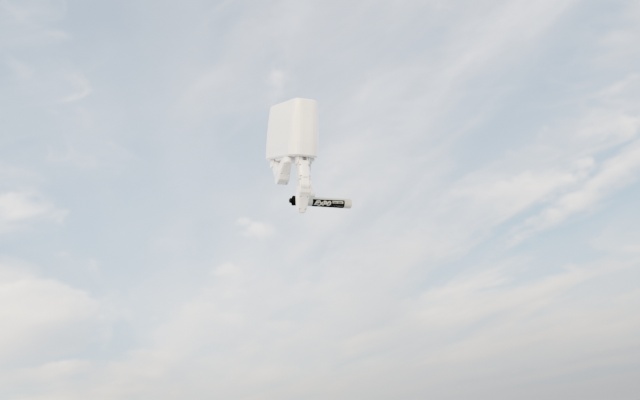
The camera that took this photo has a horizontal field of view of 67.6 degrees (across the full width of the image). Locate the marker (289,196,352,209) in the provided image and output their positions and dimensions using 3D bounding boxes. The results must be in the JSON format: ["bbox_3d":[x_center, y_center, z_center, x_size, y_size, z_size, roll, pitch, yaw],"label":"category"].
[{"bbox_3d":[0.000,0.003,0.884,0.121,0.020,0.020,3,-1,-21],"label":"marker"}]
